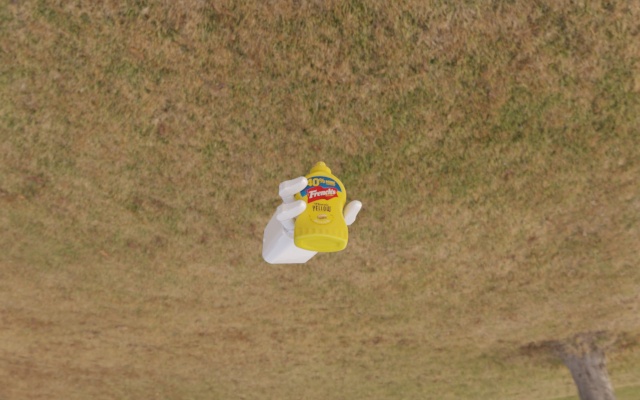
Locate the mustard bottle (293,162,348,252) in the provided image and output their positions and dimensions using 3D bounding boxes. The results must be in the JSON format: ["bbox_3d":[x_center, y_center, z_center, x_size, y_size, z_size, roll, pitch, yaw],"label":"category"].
[{"bbox_3d":[0.000,0.003,0.897,0.096,0.191,0.058,3,-39,-3],"label":"mustard bottle"}]
